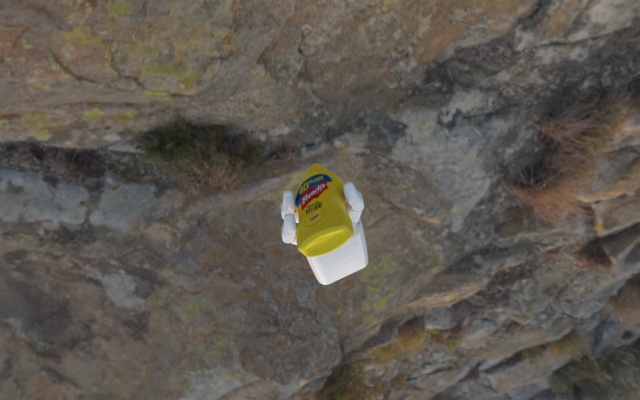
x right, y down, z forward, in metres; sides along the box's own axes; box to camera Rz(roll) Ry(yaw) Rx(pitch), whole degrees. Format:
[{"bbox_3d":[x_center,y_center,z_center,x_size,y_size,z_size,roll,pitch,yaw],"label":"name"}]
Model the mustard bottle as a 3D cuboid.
[{"bbox_3d":[0.000,0.003,0.838,0.096,0.191,0.058,-30,-50,22],"label":"mustard bottle"}]
